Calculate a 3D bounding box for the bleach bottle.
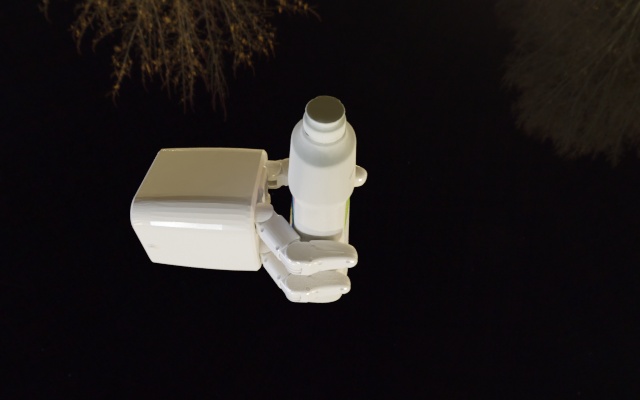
[{"bbox_3d":[0.000,0.002,0.444,0.068,0.102,0.251,3,-36,0],"label":"bleach bottle"}]
